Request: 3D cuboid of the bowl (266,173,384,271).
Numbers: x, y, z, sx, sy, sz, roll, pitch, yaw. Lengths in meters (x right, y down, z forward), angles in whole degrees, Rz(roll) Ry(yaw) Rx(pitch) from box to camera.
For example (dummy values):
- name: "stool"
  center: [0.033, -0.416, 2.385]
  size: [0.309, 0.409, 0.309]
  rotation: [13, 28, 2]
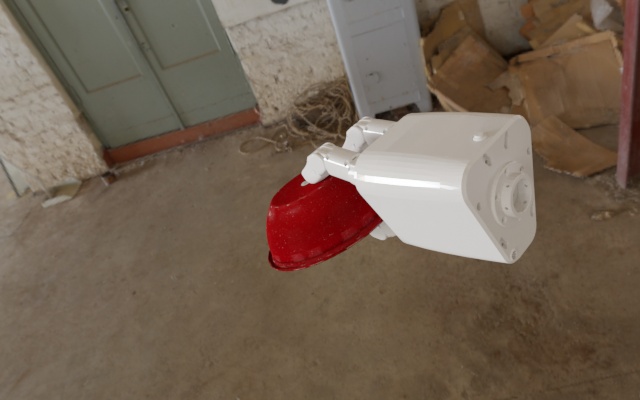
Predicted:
- name: "bowl"
  center: [-0.001, 0.002, 0.504]
  size: [0.162, 0.055, 0.162]
  rotation: [-29, 18, 10]
